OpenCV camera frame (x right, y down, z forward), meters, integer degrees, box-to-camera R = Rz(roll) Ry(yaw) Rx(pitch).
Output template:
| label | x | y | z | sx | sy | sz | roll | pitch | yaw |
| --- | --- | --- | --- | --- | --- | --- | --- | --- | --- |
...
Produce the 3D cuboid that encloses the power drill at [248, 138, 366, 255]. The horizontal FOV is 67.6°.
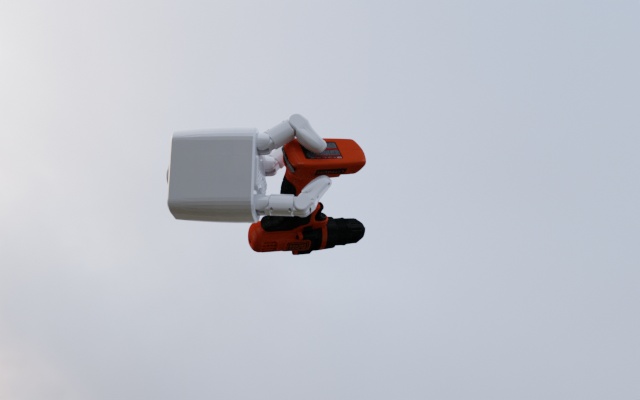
| label | x | y | z | sx | sy | sz | roll | pitch | yaw |
| --- | --- | --- | --- | --- | --- | --- | --- | --- | --- |
| power drill | 0.000 | 0.002 | 0.669 | 0.184 | 0.188 | 0.057 | -4 | 44 | -24 |
